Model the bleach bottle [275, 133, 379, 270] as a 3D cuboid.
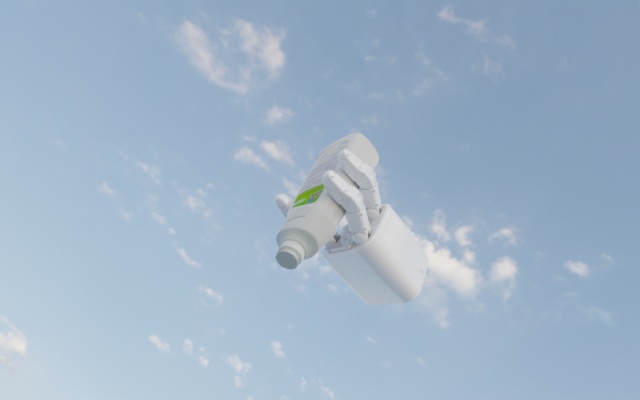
[{"bbox_3d":[0.000,0.002,0.645,0.102,0.068,0.250,-28,19,38],"label":"bleach bottle"}]
